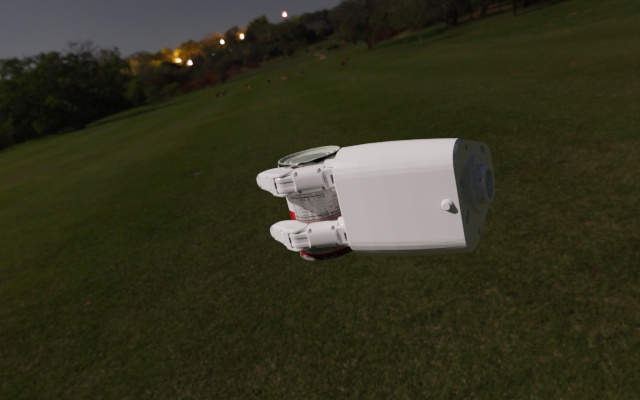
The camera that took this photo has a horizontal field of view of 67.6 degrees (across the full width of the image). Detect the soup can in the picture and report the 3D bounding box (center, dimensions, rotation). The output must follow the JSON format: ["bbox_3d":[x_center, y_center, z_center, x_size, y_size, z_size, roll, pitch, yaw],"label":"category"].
[{"bbox_3d":[0.000,0.001,0.492,0.068,0.102,0.068,-13,15,4],"label":"soup can"}]
